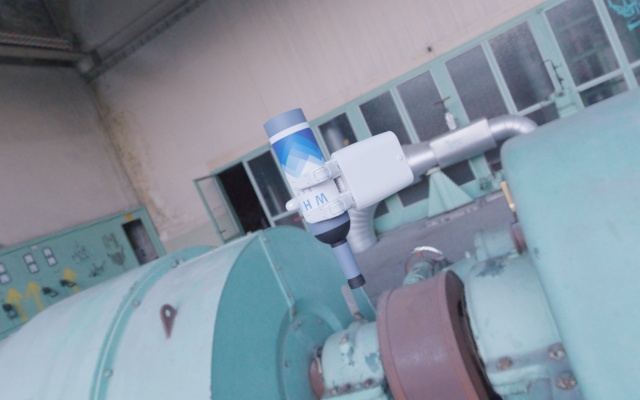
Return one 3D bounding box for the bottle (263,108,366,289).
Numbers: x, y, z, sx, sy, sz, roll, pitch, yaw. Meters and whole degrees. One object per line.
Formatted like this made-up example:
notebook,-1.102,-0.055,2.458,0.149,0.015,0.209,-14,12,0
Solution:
bottle,0.000,0.002,0.758,0.069,0.296,0.069,-24,3,1
